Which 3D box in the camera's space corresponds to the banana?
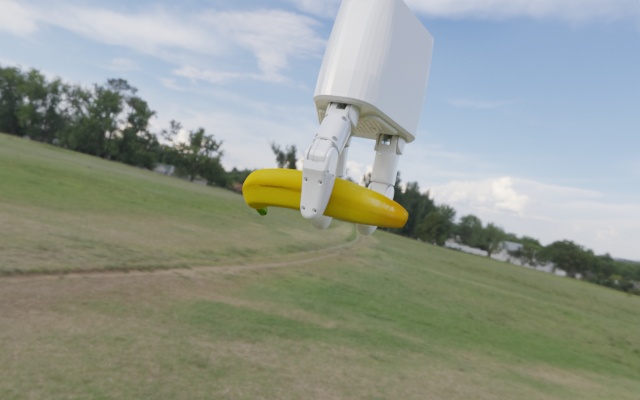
[{"bbox_3d":[-0.015,-0.005,0.440,0.198,0.037,0.070,5,-15,46],"label":"banana"}]
